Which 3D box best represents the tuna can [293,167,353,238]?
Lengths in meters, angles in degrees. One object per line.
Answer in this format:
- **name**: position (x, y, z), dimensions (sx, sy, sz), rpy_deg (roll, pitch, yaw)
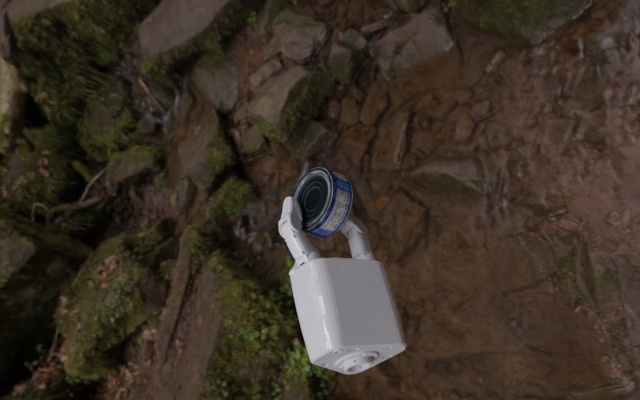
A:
- **tuna can**: position (0.000, 0.002, 0.599), dimensions (0.034, 0.086, 0.086), rpy_deg (20, -12, -36)
